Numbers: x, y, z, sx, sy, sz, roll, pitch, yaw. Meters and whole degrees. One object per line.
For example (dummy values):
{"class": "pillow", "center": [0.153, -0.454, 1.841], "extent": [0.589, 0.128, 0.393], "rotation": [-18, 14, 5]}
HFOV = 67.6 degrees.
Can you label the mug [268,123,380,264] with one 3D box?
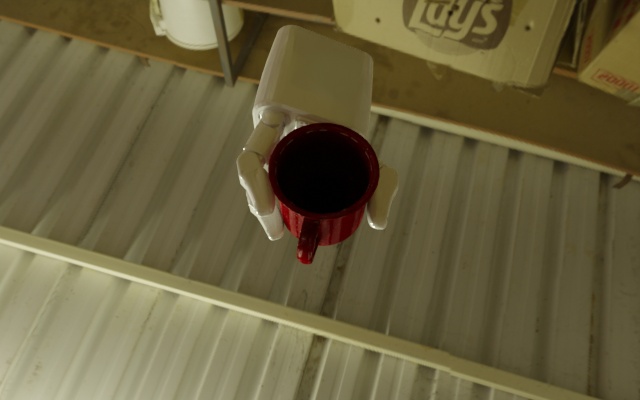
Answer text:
{"class": "mug", "center": [0.000, 0.003, 0.427], "extent": [0.093, 0.117, 0.081], "rotation": [10, -26, 4]}
